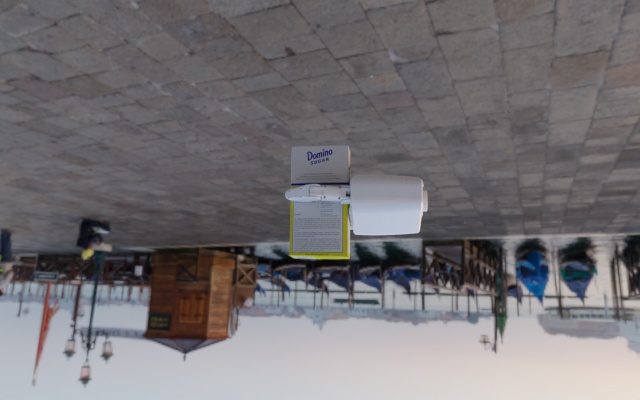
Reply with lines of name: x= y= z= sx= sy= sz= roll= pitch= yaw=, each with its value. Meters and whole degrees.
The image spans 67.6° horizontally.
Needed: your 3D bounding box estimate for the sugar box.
sugar box: x=0.000 y=0.003 z=0.752 sx=0.093 sy=0.176 sz=0.048 roll=0 pitch=-13 yaw=9
